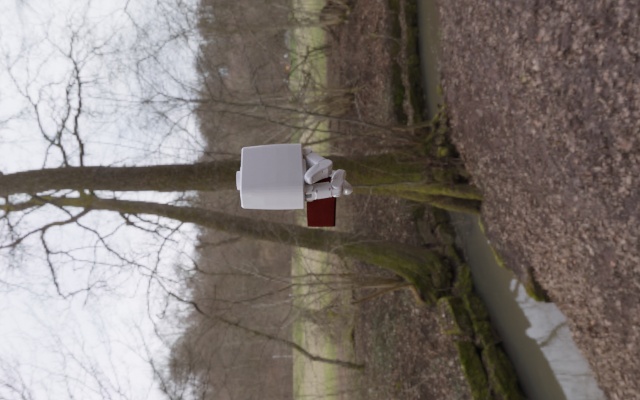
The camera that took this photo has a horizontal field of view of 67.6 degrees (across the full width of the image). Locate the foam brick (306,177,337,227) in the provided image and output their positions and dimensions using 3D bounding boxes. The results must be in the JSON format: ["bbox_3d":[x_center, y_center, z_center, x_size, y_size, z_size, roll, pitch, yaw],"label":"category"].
[{"bbox_3d":[0.000,0.003,0.858,0.051,0.078,0.053,-3,40,-4],"label":"foam brick"}]
